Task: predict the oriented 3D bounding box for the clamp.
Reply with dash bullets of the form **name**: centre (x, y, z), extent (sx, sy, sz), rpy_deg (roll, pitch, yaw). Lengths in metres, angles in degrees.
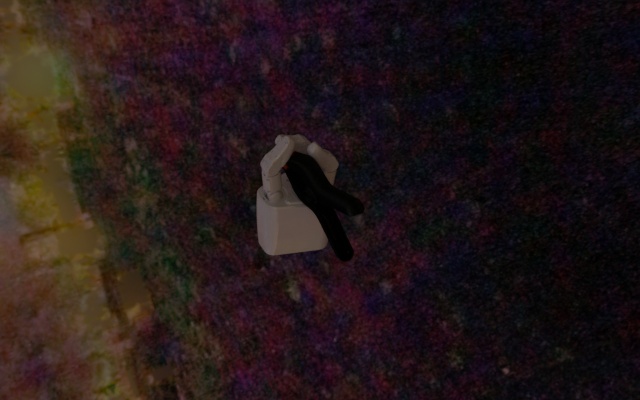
- **clamp**: centre (-0.001, 0.002, 0.650), extent (0.039, 0.120, 0.171), rpy_deg (-19, 47, -26)
